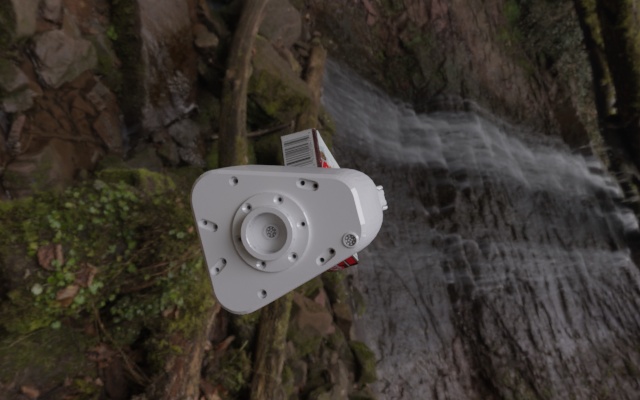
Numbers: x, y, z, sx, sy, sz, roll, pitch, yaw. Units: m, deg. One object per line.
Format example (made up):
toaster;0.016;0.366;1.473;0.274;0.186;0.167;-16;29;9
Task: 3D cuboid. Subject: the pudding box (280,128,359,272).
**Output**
pudding box;0.000;0.001;0.453;0.039;0.113;0.090;-14;-28;13
